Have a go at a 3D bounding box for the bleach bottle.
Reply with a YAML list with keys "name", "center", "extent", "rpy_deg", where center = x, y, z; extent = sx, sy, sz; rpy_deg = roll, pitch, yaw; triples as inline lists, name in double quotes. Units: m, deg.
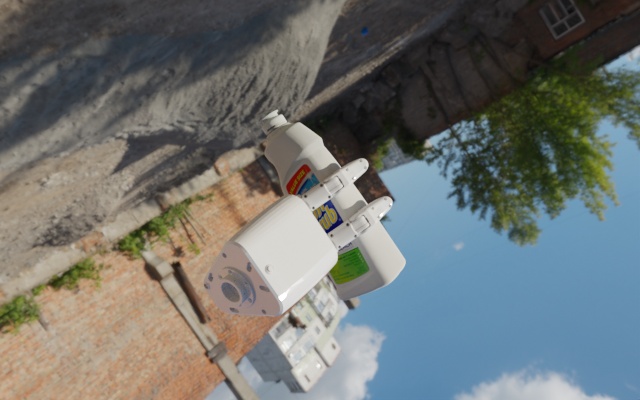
- name: "bleach bottle"
  center: [0.000, 0.002, 0.607]
  extent: [0.102, 0.251, 0.068]
  rpy_deg: [-30, 6, 42]
